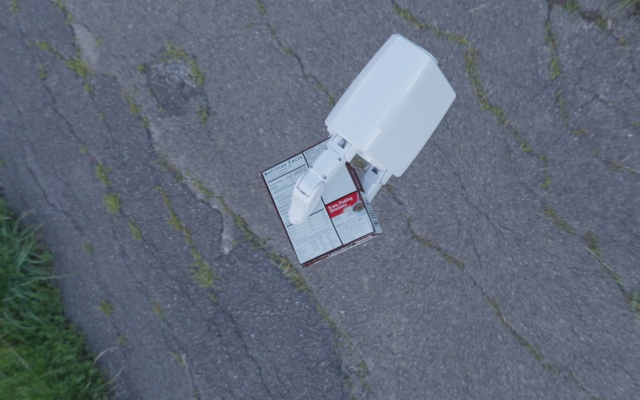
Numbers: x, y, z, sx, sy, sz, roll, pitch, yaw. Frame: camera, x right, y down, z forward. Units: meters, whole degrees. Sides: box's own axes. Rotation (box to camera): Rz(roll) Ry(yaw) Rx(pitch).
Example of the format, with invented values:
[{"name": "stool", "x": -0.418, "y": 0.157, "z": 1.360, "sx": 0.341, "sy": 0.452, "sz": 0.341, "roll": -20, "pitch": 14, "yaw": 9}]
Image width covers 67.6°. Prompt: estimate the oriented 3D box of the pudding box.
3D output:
[{"name": "pudding box", "x": 0.000, "y": 0.002, "z": 0.500, "sx": 0.090, "sy": 0.113, "sz": 0.039, "roll": -25, "pitch": -11, "yaw": 12}]
